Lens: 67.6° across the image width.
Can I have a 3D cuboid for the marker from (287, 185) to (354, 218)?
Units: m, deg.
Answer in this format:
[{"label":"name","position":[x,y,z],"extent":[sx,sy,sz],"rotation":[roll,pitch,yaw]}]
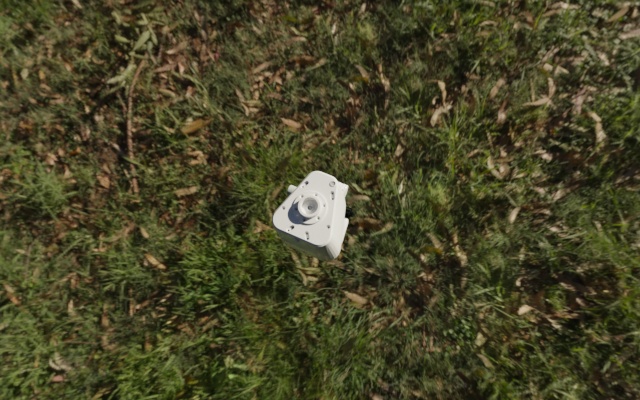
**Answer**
[{"label":"marker","position":[0.000,0.003,0.817],"extent":[0.121,0.020,0.020],"rotation":[21,5,12]}]
